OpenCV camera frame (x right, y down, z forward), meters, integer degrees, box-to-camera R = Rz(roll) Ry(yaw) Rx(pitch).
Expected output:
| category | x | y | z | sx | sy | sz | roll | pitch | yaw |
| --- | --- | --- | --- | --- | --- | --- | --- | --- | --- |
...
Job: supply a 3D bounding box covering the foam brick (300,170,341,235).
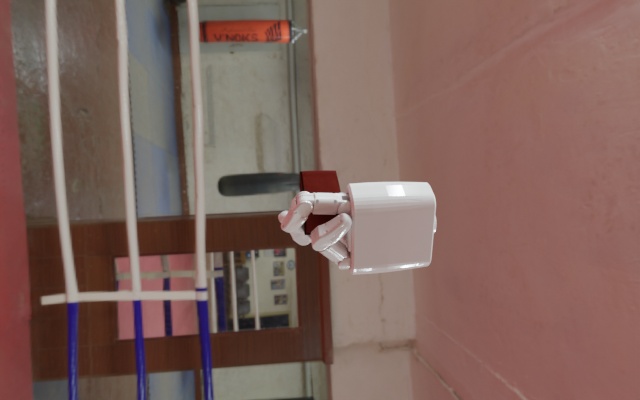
| category | x | y | z | sx | sy | sz | roll | pitch | yaw |
| --- | --- | --- | --- | --- | --- | --- | --- | --- | --- |
| foam brick | 0.000 | 0.002 | 0.648 | 0.051 | 0.053 | 0.078 | -4 | 41 | -5 |
